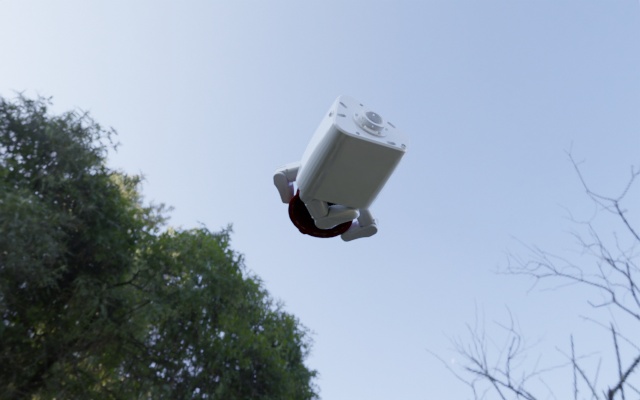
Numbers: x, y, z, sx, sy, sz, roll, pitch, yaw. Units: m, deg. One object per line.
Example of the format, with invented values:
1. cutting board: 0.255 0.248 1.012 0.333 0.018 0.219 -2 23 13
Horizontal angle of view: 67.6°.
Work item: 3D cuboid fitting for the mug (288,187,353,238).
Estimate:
1. mug: 0.000 0.003 0.704 0.093 0.117 0.081 25 39 -10
